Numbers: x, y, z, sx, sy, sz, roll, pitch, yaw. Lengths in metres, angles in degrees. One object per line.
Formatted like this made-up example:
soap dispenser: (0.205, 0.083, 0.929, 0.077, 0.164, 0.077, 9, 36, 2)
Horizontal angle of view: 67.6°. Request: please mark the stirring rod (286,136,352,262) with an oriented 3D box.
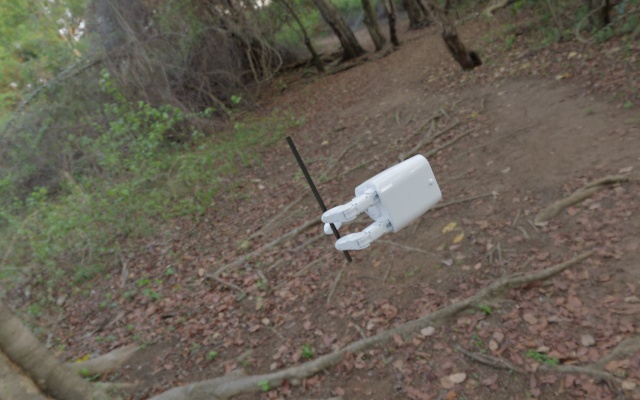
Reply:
stirring rod: (0.000, 0.003, 0.789, 0.011, 0.239, 0.011, -24, 18, 8)
